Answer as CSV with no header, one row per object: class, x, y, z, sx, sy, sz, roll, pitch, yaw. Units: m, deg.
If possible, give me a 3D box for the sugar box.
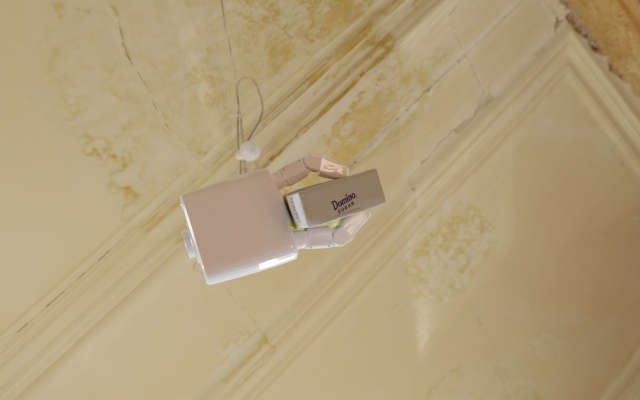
sugar box,0.000,0.002,0.578,0.093,0.048,0.176,-18,4,-16
